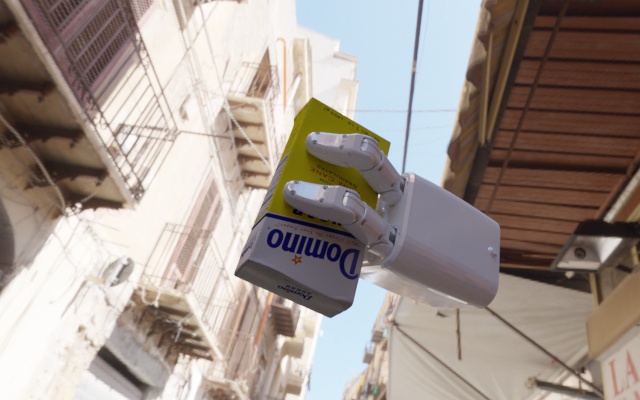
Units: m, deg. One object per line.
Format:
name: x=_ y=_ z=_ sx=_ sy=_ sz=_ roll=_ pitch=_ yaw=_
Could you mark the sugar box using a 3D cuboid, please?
sugar box: x=0.000 y=0.001 z=0.417 sx=0.093 sy=0.176 sz=0.048 roll=27 pitch=-36 yaw=-15
